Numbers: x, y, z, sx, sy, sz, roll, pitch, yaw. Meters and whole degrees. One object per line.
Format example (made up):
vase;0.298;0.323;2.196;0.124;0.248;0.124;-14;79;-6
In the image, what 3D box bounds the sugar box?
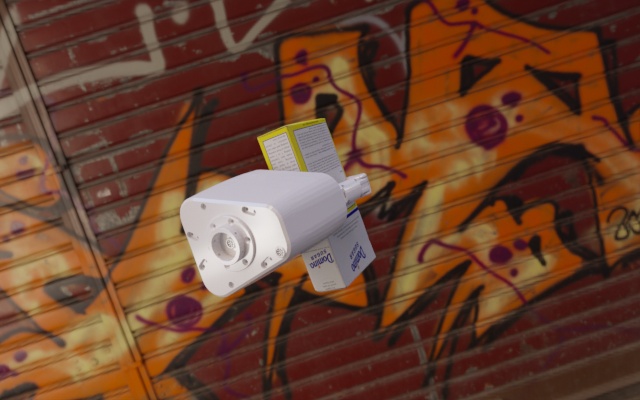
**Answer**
sugar box;0.000;0.002;0.524;0.048;0.176;0.093;-14;7;30
